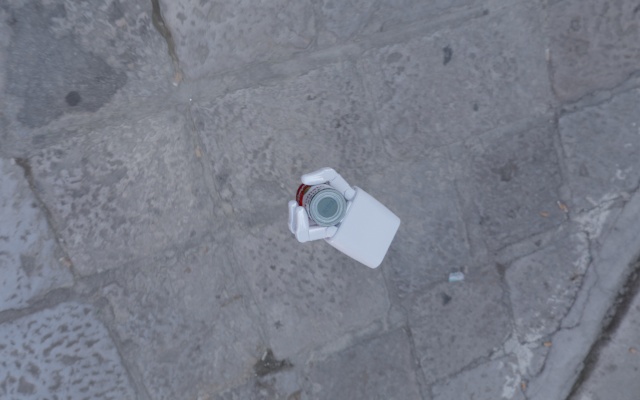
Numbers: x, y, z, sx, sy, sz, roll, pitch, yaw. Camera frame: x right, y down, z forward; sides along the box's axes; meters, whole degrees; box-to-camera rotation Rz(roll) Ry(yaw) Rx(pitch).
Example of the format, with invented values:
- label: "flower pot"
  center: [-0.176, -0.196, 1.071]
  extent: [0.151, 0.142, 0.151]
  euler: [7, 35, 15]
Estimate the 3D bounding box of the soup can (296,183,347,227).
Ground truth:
- label: "soup can"
  center: [0.000, 0.002, 0.840]
  extent: [0.068, 0.068, 0.102]
  euler: [0, 12, -15]
